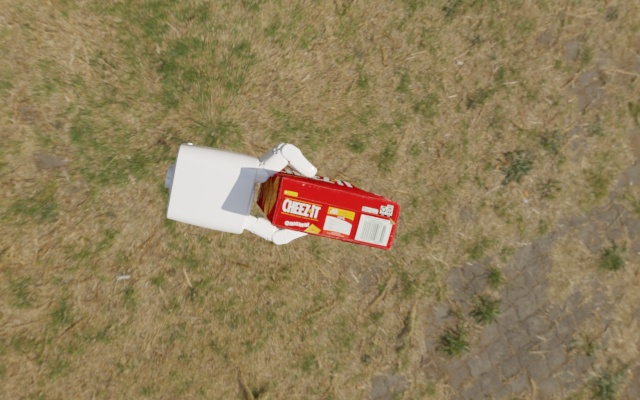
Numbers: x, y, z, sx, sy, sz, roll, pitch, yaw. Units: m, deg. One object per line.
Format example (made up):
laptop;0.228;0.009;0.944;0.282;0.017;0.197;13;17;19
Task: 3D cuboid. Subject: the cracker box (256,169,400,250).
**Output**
cracker box;0.000;0.002;0.701;0.164;0.072;0.213;12;6;-14
